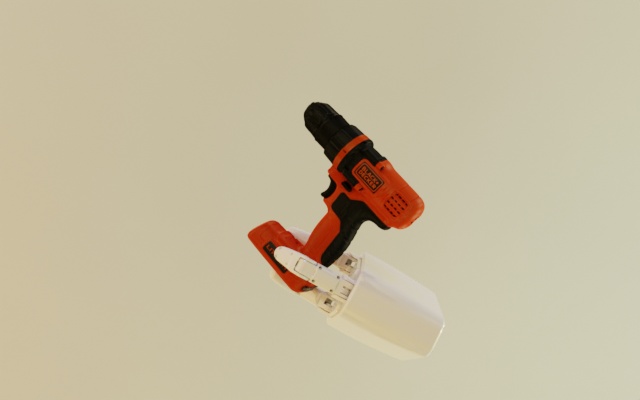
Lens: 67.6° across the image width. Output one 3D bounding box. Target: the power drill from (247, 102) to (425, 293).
[{"bbox_3d":[0.000,0.002,0.566,0.188,0.184,0.057,-46,-17,18],"label":"power drill"}]
